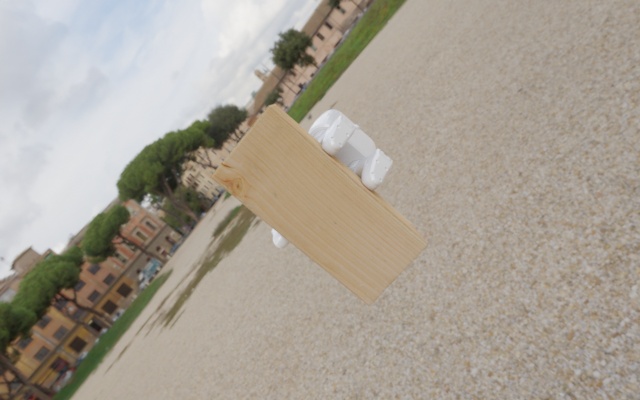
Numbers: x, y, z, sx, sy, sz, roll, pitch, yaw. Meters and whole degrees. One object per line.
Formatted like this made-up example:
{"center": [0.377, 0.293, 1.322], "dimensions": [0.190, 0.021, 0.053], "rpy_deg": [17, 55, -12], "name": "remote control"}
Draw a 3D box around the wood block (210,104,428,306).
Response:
{"center": [0.000, 0.002, 0.504], "dimensions": [0.206, 0.091, 0.090], "rpy_deg": [40, 9, -9], "name": "wood block"}
